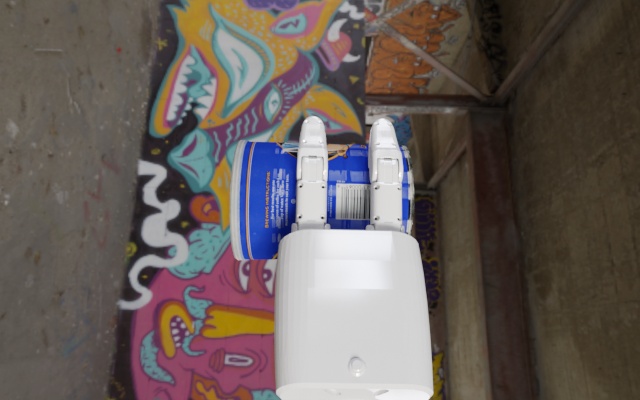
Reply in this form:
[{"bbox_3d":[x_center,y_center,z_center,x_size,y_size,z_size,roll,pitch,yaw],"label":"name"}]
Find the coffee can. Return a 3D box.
[{"bbox_3d":[0.000,0.001,0.411,0.140,0.103,0.103,1,0,-1],"label":"coffee can"}]
